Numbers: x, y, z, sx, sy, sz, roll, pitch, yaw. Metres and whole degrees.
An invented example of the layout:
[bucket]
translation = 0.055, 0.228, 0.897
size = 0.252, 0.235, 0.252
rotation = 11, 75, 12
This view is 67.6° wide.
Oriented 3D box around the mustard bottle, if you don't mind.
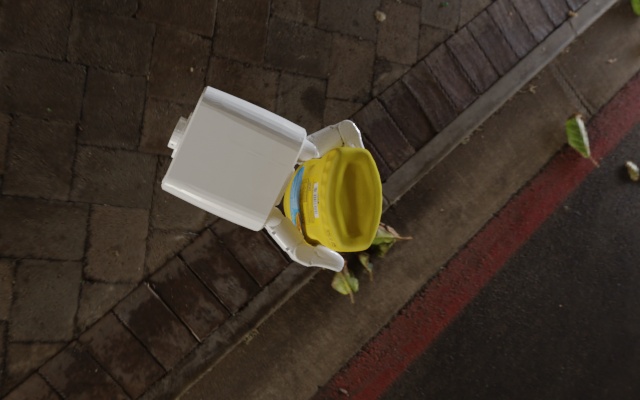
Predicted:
[mustard bottle]
translation = 0.000, 0.002, 0.517
size = 0.058, 0.096, 0.191
rotation = -2, -1, -19
